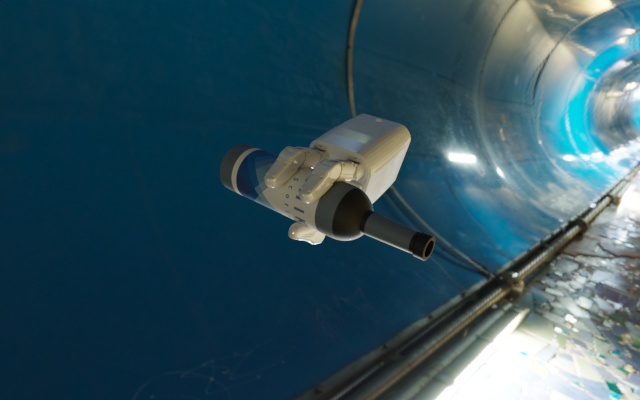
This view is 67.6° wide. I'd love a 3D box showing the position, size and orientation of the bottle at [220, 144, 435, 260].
[{"bbox_3d":[0.000,0.002,0.578,0.295,0.069,0.069,23,13,33],"label":"bottle"}]
